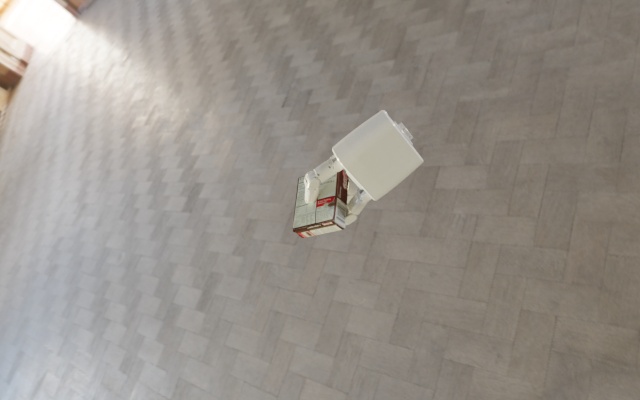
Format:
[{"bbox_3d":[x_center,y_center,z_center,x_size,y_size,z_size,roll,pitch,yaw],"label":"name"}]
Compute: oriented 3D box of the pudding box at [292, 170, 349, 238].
[{"bbox_3d":[0.000,0.003,0.837,0.090,0.113,0.039,-15,-37,32],"label":"pudding box"}]
